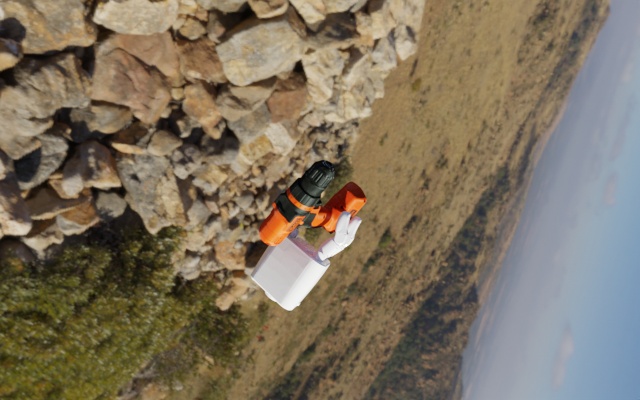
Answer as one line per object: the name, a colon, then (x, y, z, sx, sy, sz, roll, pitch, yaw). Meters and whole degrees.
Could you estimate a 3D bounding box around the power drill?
power drill: (0.000, 0.003, 0.838, 0.187, 0.057, 0.184, 1, -41, -52)
